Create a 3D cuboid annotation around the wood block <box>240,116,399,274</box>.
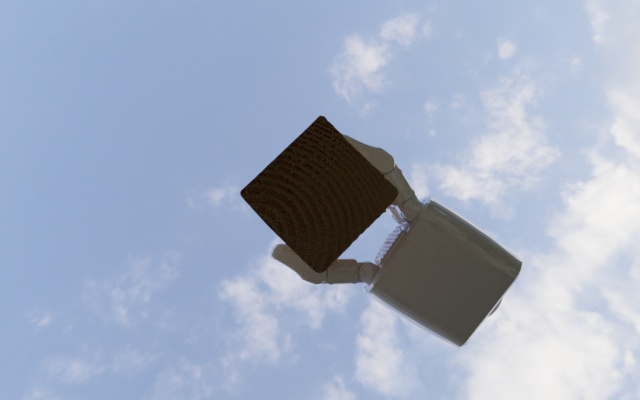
[{"bbox_3d":[0.000,0.002,0.463,0.091,0.090,0.206,-45,-3,-3],"label":"wood block"}]
